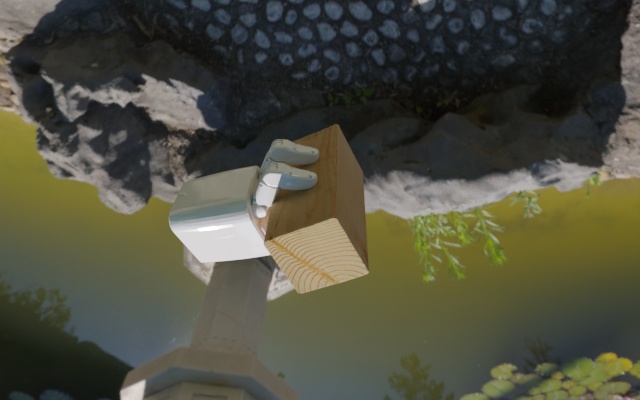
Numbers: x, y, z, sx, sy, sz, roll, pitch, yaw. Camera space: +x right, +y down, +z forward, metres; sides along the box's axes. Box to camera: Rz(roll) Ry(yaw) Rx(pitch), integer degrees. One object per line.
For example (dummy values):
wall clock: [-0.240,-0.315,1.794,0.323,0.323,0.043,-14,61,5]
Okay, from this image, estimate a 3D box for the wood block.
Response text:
wood block: [0.000,0.002,0.600,0.090,0.091,0.206,-20,33,16]
